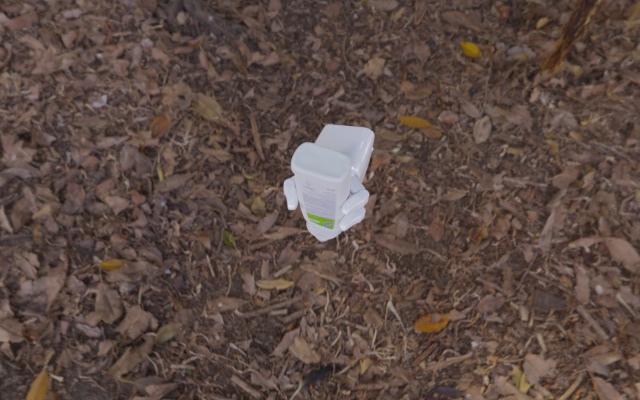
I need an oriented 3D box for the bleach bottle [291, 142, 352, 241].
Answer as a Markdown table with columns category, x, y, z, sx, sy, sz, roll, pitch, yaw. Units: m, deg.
| category | x | y | z | sx | sy | sz | roll | pitch | yaw |
| --- | --- | --- | --- | --- | --- | --- | --- | --- | --- |
| bleach bottle | 0.000 | 0.003 | 0.889 | 0.102 | 0.068 | 0.251 | 19 | -31 | 10 |
